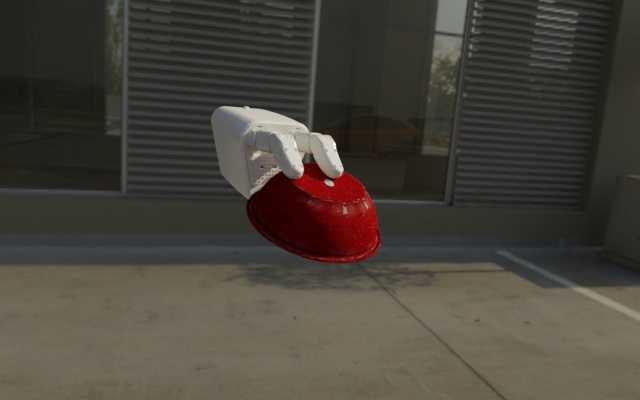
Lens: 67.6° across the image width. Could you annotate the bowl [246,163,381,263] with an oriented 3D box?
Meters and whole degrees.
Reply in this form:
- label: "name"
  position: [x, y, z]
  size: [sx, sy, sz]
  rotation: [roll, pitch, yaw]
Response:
- label: "bowl"
  position: [0.001, 0.002, 0.543]
  size: [0.162, 0.055, 0.162]
  rotation: [14, 27, -7]
